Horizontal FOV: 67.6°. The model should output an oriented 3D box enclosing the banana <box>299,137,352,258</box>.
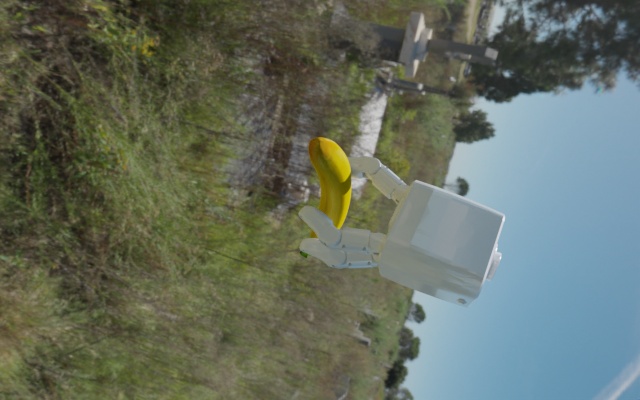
[{"bbox_3d":[0.010,-0.007,0.556,0.037,0.198,0.069,27,51,19],"label":"banana"}]
